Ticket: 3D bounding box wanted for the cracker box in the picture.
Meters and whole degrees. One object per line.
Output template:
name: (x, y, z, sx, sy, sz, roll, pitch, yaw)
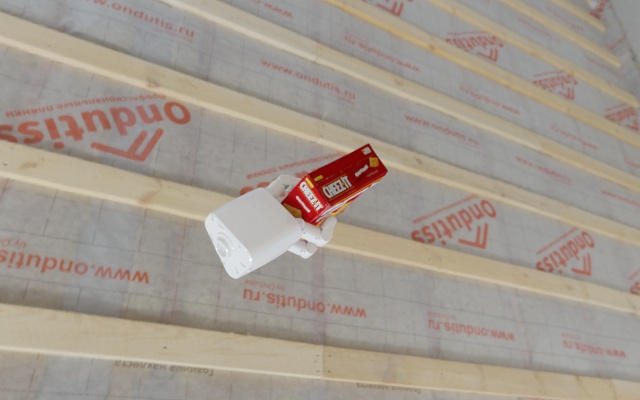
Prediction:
cracker box: (0.000, 0.003, 0.862, 0.164, 0.072, 0.214, -30, -8, -40)
